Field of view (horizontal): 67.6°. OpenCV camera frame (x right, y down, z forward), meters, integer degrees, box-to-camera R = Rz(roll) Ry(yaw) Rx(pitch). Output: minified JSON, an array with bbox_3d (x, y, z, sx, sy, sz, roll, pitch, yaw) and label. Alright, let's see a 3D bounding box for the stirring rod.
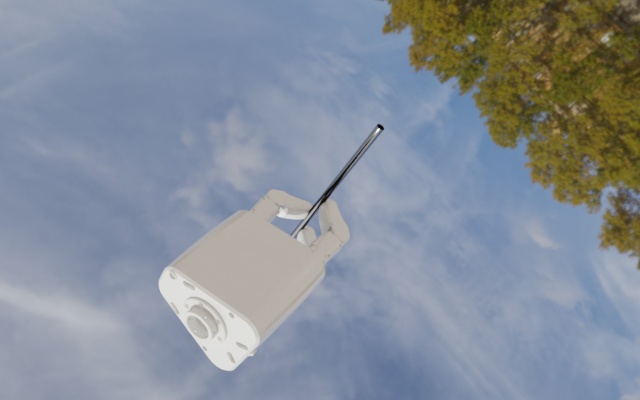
[{"bbox_3d":[0.000,0.002,0.527,0.011,0.011,0.240,0,-36,-35],"label":"stirring rod"}]
